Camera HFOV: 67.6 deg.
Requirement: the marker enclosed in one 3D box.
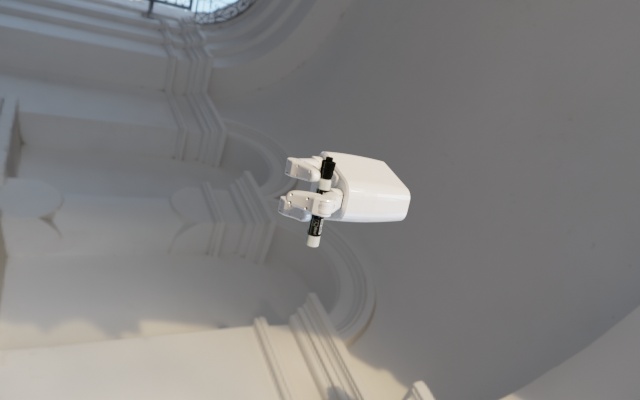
[{"bbox_3d":[0.000,0.002,0.622,0.020,0.121,0.020,11,15,-3],"label":"marker"}]
